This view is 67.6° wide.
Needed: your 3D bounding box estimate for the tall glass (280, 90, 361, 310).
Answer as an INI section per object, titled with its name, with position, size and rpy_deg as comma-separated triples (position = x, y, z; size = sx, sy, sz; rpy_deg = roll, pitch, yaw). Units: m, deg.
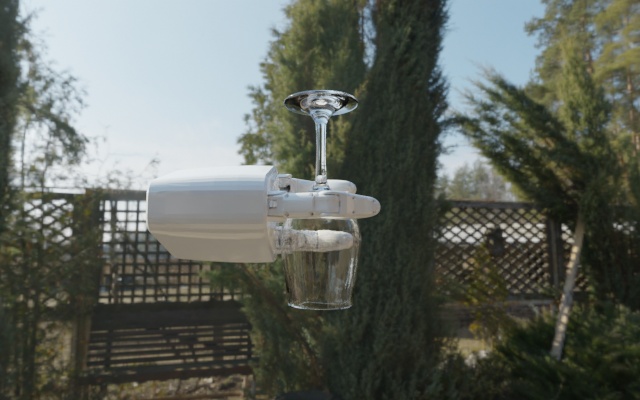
[tall glass]
position = 0.000, 0.001, 0.465
size = 0.079, 0.201, 0.079
rpy_deg = 0, -7, 0
